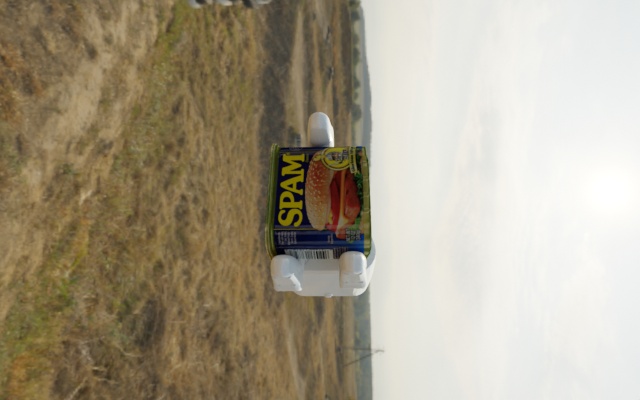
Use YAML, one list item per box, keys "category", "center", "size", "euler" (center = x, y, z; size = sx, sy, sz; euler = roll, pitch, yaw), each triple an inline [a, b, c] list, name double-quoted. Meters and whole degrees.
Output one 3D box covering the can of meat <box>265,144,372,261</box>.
- category: "can of meat"
  center: [0.000, 0.001, 0.410]
  size: [0.084, 0.102, 0.057]
  euler: [-1, -29, 3]
